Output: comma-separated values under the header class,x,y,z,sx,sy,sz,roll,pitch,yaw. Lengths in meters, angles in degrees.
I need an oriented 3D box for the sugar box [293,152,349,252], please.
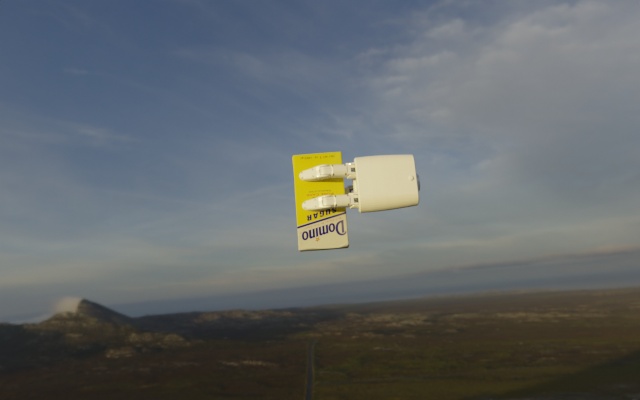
class,x,y,z,sx,sy,sz,roll,pitch,yaw
sugar box,0.000,0.003,0.879,0.093,0.176,0.048,-5,-10,1
